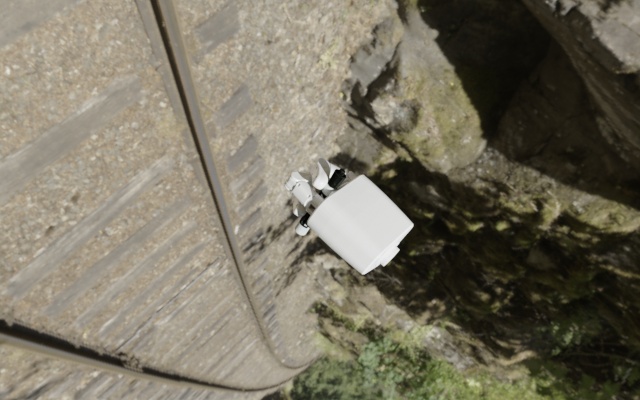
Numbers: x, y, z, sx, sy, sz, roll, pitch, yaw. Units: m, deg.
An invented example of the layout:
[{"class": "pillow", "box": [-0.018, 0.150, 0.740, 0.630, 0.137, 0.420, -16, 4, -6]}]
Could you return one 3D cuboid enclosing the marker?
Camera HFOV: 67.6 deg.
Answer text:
[{"class": "marker", "box": [0.000, 0.002, 0.672, 0.020, 0.121, 0.020, 25, 31, -17]}]
